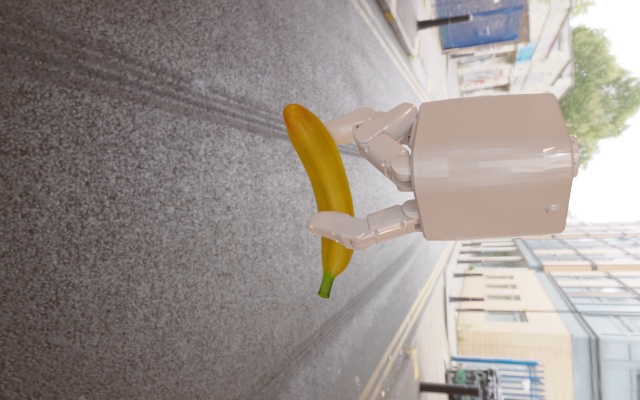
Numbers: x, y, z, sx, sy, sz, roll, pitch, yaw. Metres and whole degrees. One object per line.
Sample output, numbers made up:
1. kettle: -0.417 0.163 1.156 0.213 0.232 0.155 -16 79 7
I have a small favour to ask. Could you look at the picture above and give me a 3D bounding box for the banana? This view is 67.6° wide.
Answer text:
1. banana: 0.006 -0.004 0.453 0.037 0.198 0.069 -2 27 19
